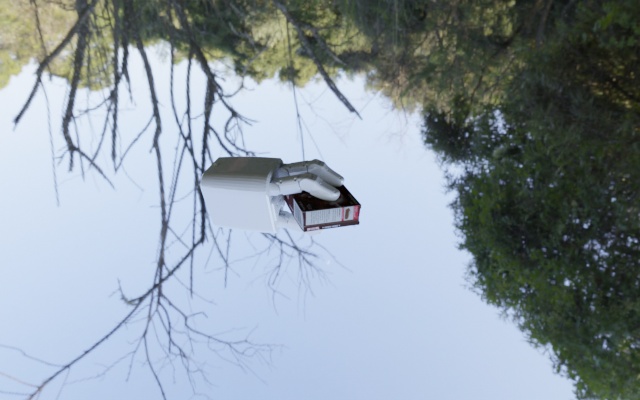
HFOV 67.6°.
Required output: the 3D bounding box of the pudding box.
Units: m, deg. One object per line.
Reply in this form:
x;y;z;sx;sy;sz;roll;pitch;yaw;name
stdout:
0.000;0.003;0.725;0.090;0.039;0.113;-8;29;-16;pudding box
